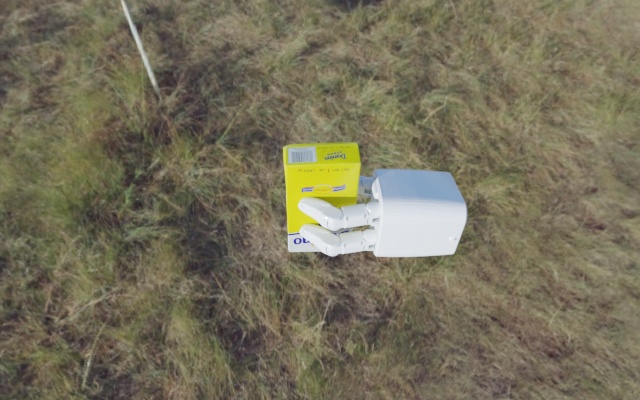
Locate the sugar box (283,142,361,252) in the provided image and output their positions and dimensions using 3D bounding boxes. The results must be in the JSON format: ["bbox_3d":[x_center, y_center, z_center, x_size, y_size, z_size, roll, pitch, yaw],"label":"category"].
[{"bbox_3d":[0.000,0.002,0.635,0.093,0.048,0.176,-2,-44,-2],"label":"sugar box"}]
